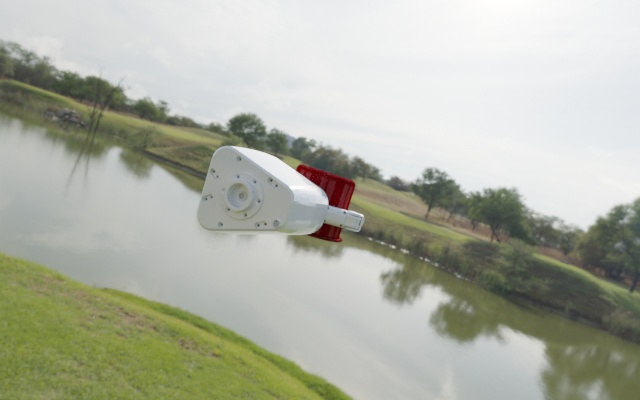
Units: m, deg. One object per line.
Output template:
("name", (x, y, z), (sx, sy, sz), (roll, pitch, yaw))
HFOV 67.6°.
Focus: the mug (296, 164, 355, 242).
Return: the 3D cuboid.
("mug", (0.001, 0.002, 0.643), (0.093, 0.081, 0.117), (19, 4, 17))
